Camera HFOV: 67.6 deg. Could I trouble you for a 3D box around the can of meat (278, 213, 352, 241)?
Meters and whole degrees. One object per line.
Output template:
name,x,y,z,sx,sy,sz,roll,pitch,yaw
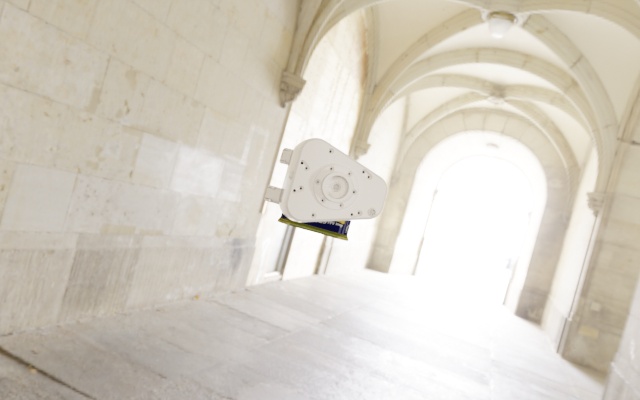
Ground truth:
can of meat,0.000,0.002,0.667,0.102,0.084,0.057,15,0,-3
